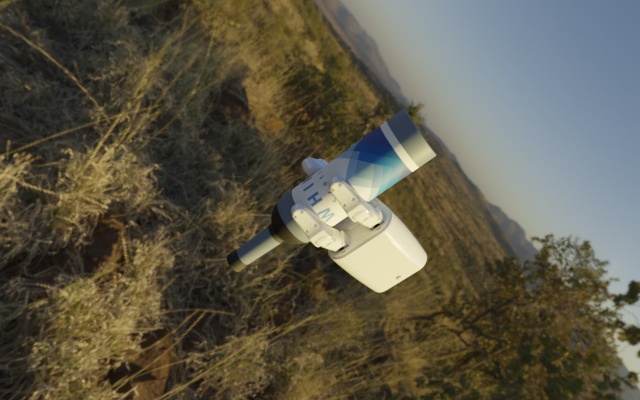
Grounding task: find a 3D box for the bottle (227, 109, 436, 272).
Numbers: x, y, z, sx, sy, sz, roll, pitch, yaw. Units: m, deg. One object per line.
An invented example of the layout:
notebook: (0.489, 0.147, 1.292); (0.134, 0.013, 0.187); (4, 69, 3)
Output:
bottle: (0.000, 0.002, 0.594); (0.296, 0.069, 0.069); (-35, -11, 16)
